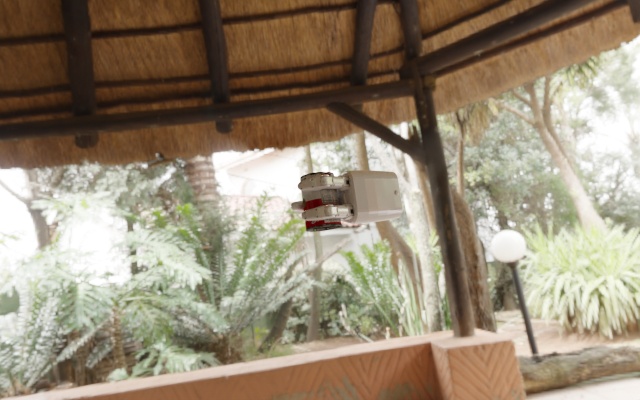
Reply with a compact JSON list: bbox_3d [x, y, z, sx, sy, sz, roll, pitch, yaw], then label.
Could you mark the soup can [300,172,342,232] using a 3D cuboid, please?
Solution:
[{"bbox_3d":[0.000,0.003,0.889,0.068,0.102,0.068,-7,-9,-1],"label":"soup can"}]
